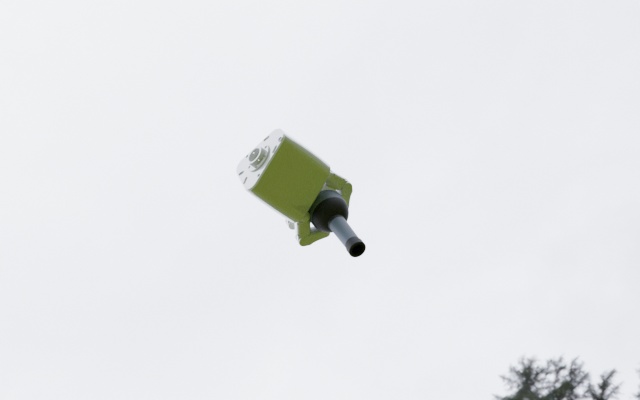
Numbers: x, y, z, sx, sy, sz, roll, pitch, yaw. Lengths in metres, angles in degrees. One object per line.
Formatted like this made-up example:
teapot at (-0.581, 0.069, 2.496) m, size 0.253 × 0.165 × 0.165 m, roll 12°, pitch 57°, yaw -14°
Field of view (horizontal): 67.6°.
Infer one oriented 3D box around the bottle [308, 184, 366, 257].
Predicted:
bottle at (0.000, 0.003, 0.813) m, size 0.069 × 0.069 × 0.295 m, roll 0°, pitch 28°, yaw -25°
